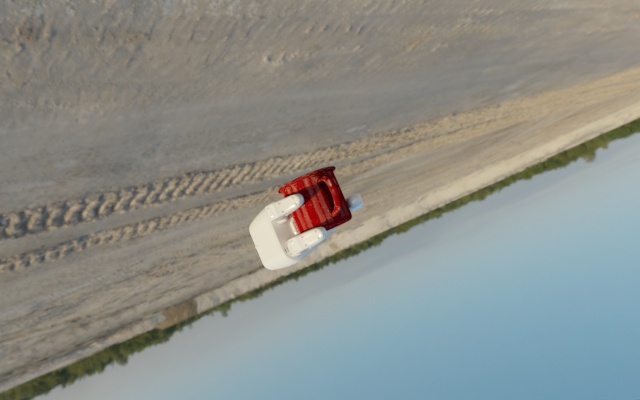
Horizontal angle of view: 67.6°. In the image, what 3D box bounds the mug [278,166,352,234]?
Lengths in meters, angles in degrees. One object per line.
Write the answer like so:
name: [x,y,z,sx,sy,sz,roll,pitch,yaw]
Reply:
mug: [0.001,0.002,0.689,0.093,0.081,0.117,-20,-7,-29]
